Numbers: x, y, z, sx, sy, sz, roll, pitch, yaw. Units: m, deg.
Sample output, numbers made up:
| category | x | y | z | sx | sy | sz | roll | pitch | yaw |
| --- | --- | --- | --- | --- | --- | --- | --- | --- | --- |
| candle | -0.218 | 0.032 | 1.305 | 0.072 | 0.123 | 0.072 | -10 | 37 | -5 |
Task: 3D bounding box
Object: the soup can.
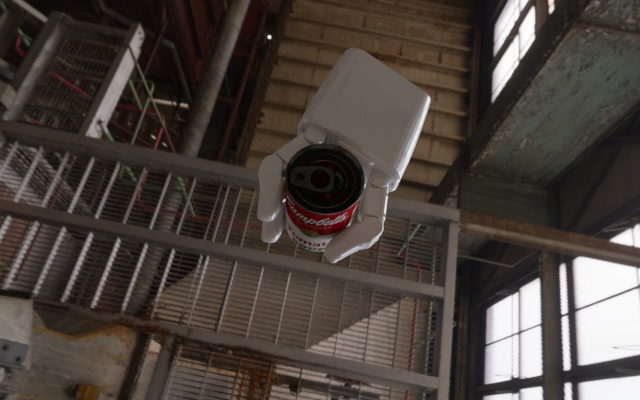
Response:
| category | x | y | z | sx | sy | sz | roll | pitch | yaw |
| --- | --- | --- | --- | --- | --- | --- | --- | --- | --- |
| soup can | 0.000 | 0.002 | 0.447 | 0.068 | 0.068 | 0.102 | 0 | -25 | -5 |
